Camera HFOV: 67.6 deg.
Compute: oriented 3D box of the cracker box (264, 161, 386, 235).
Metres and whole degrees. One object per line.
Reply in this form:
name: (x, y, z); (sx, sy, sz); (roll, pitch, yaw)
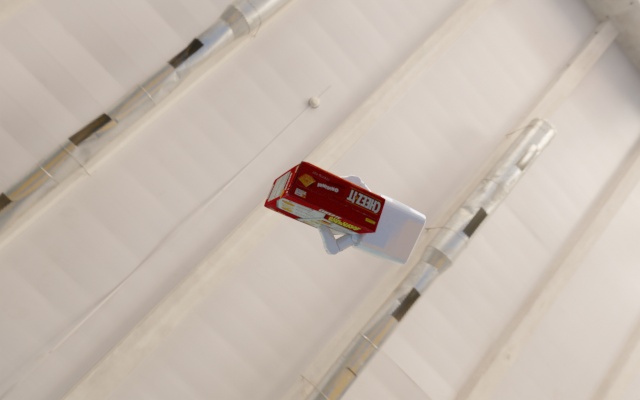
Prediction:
cracker box: (0.000, 0.003, 0.880); (0.164, 0.072, 0.214); (23, -12, -14)
